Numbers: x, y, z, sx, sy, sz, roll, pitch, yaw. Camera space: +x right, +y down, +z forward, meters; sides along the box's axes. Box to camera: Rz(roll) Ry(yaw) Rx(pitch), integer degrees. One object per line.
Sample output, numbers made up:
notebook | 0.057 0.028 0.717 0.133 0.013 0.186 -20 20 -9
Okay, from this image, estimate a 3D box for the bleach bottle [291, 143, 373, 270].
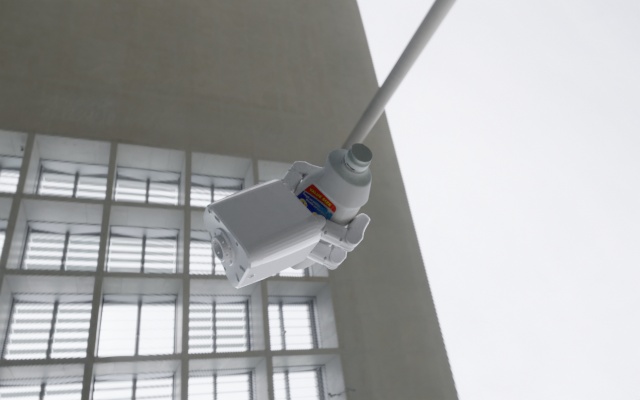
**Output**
bleach bottle | 0.000 0.002 0.664 0.068 0.102 0.251 -22 -21 -34
